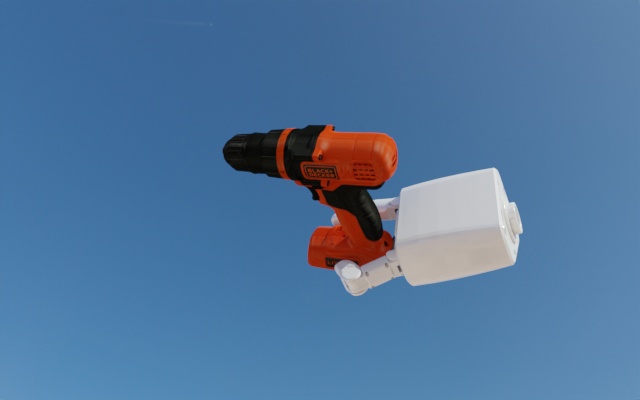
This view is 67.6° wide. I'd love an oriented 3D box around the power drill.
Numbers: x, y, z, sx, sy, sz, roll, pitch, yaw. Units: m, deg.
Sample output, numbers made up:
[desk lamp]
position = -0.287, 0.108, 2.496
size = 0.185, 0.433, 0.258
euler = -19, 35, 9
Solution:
[power drill]
position = 0.000, 0.002, 0.520
size = 0.184, 0.057, 0.188
euler = 6, -40, 24
